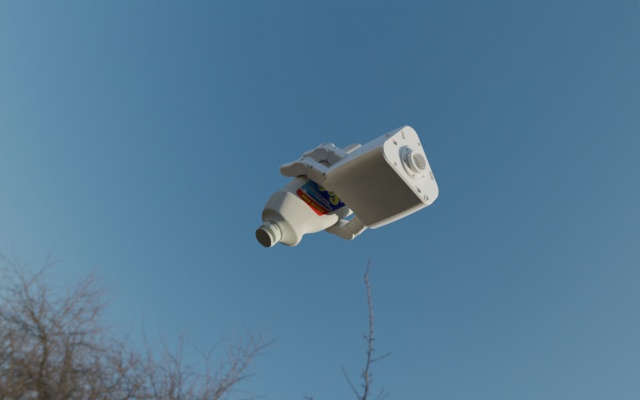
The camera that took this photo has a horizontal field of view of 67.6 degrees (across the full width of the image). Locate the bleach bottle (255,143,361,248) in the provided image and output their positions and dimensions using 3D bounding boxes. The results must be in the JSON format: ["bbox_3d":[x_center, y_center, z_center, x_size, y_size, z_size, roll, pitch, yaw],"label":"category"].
[{"bbox_3d":[0.000,0.002,0.717,0.068,0.102,0.250,-29,6,45],"label":"bleach bottle"}]
